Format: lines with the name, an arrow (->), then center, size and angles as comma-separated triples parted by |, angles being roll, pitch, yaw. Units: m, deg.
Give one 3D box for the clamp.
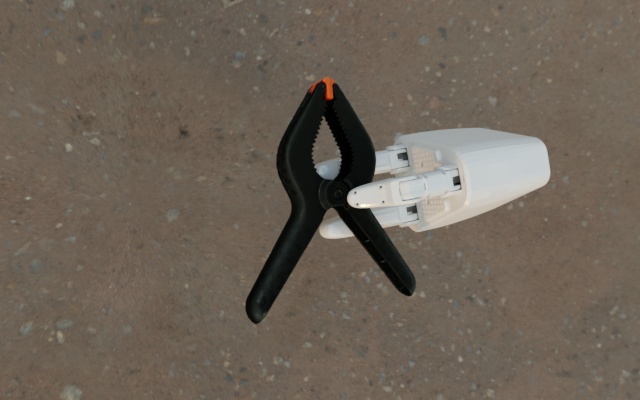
clamp -> 0.001, 0.001, 0.417 | 0.164, 0.210, 0.036 | -12, 4, -26
